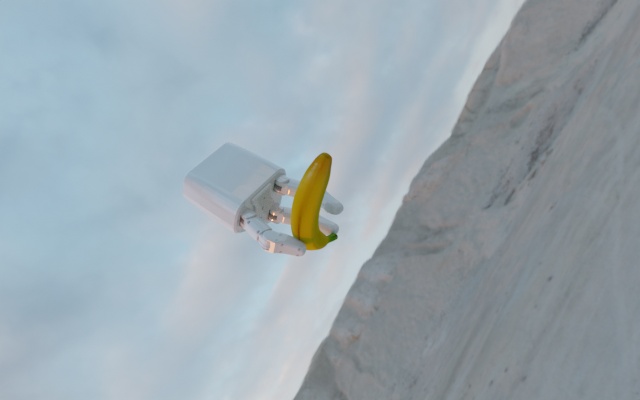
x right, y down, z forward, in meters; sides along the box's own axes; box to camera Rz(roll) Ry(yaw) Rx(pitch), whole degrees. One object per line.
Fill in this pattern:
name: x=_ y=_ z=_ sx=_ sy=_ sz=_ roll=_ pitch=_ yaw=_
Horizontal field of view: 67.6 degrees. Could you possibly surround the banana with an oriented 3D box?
banana: x=-0.011 y=0.017 z=0.629 sx=0.037 sy=0.069 sz=0.198 roll=31 pitch=-27 yaw=21
